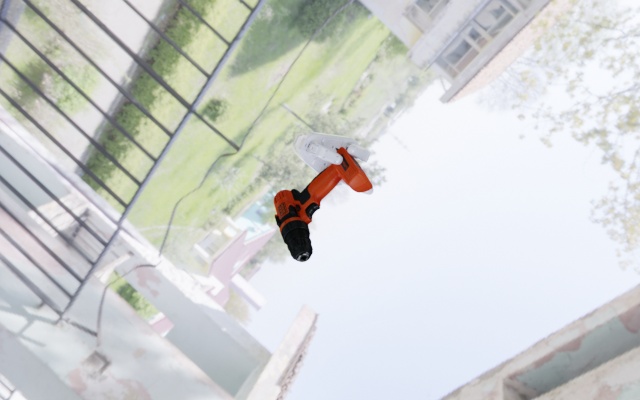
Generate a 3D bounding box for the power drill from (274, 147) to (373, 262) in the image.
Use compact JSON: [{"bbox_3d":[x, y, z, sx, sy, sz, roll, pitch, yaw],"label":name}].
[{"bbox_3d":[0.000,0.002,0.860,0.057,0.188,0.184,43,14,-38],"label":"power drill"}]
